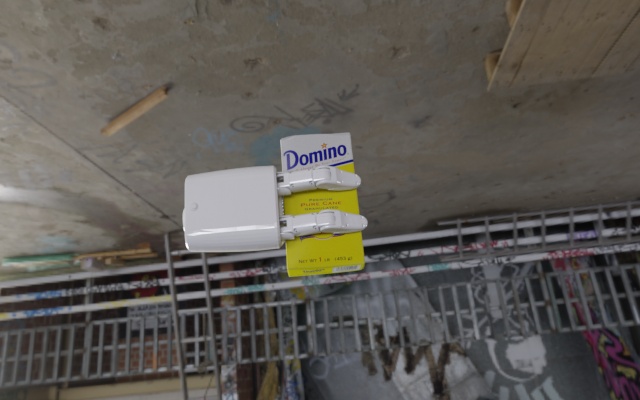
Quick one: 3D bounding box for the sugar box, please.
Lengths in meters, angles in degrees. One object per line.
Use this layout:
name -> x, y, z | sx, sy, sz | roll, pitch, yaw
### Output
sugar box -> 0.000, 0.002, 0.596 | 0.093, 0.176, 0.048 | -5, -20, -3
